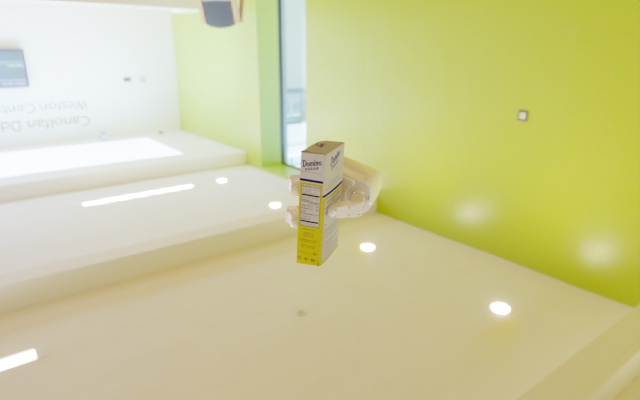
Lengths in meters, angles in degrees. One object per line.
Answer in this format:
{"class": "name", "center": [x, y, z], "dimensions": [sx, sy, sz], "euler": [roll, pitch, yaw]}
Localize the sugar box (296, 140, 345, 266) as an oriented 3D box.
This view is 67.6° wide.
{"class": "sugar box", "center": [0.000, 0.002, 0.730], "dimensions": [0.048, 0.176, 0.093], "euler": [7, 19, 18]}
